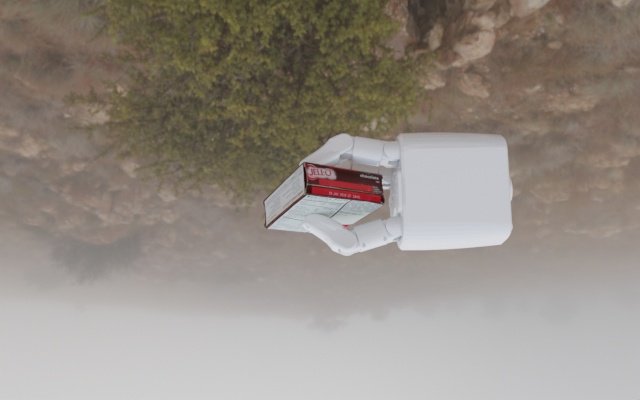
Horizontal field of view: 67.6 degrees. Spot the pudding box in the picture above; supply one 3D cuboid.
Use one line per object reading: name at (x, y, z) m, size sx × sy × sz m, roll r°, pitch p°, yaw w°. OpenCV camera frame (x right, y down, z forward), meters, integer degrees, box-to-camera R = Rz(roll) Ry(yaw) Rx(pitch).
pudding box at (0.000, 0.002, 0.504) m, size 0.090 × 0.039 × 0.113 m, roll 8°, pitch -26°, yaw -26°
